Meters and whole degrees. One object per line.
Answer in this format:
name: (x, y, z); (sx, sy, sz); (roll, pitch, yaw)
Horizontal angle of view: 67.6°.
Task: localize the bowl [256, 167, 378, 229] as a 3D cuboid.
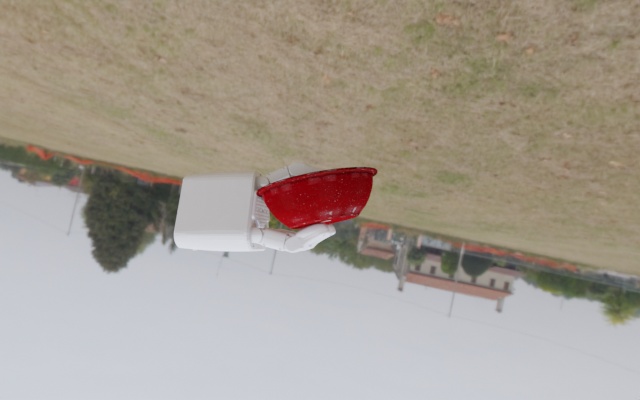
bowl: (0.001, 0.002, 0.621); (0.162, 0.055, 0.162); (-11, -7, -1)
